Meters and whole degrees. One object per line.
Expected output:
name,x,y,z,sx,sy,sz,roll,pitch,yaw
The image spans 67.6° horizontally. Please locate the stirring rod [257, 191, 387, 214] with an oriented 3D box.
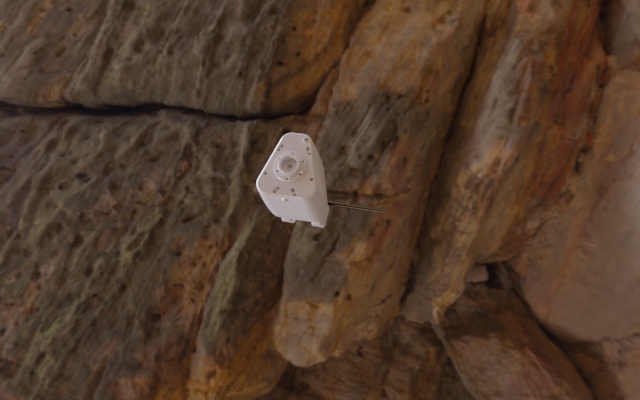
stirring rod,0.000,0.003,0.869,0.239,0.011,0.011,8,1,11
